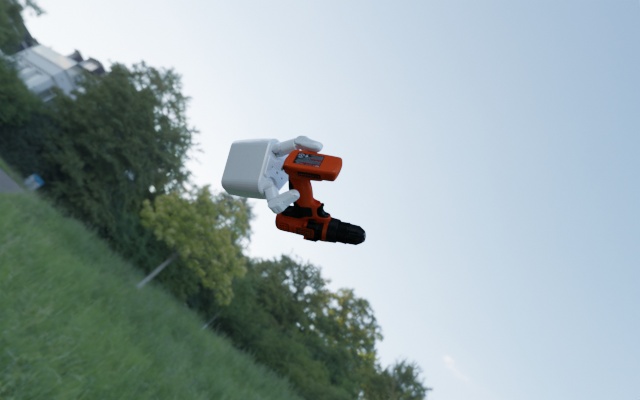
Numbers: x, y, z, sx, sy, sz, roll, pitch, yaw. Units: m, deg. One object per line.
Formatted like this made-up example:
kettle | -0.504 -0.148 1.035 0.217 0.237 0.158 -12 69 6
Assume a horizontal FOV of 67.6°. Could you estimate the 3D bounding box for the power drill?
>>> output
power drill | 0.000 0.003 0.898 0.184 0.188 0.057 10 40 10
